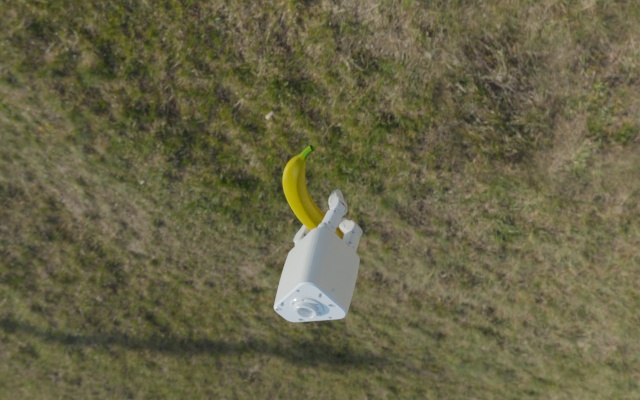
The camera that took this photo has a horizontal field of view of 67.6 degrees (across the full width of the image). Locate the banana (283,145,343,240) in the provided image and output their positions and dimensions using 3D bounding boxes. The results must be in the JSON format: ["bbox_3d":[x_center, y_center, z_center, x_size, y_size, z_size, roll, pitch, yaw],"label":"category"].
[{"bbox_3d":[-0.018,0.002,0.791,0.069,0.198,0.037,-6,39,18],"label":"banana"}]
